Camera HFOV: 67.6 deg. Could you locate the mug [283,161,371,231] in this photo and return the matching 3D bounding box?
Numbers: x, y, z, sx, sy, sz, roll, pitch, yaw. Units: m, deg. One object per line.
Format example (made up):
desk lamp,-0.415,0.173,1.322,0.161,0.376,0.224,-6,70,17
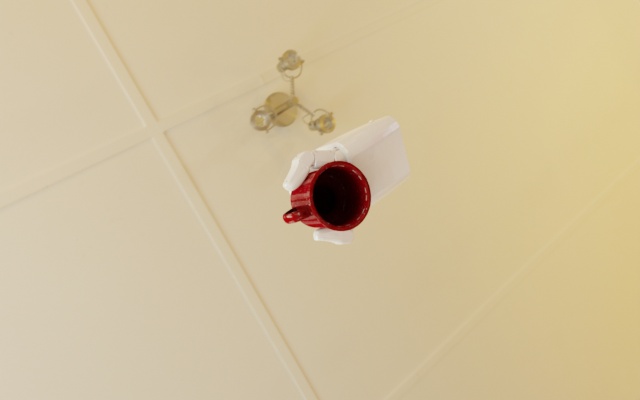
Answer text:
mug,-0.001,0.003,0.654,0.117,0.093,0.081,-31,10,-25
